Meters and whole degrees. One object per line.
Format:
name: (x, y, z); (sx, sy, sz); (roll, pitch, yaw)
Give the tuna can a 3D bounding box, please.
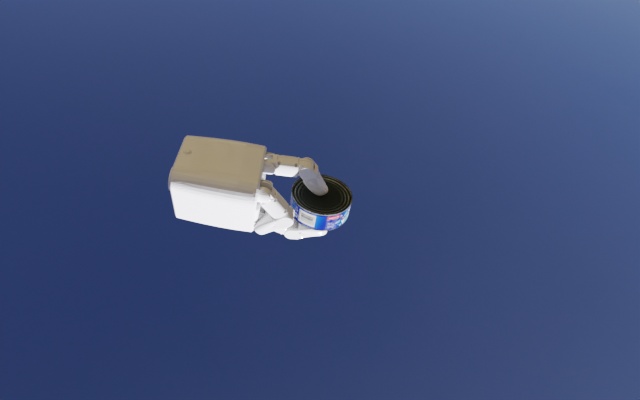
tuna can: (0.000, 0.003, 0.670); (0.086, 0.034, 0.086); (6, 41, -6)
